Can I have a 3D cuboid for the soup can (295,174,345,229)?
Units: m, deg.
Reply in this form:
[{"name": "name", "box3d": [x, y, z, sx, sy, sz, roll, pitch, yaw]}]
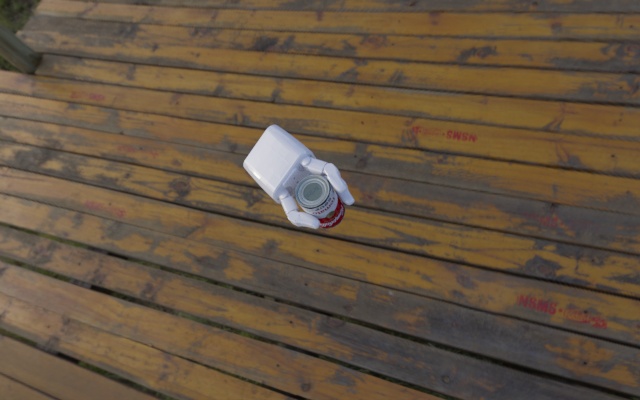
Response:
[{"name": "soup can", "box3d": [0.000, 0.003, 0.877, 0.068, 0.068, 0.102, 0, -24, 18]}]
